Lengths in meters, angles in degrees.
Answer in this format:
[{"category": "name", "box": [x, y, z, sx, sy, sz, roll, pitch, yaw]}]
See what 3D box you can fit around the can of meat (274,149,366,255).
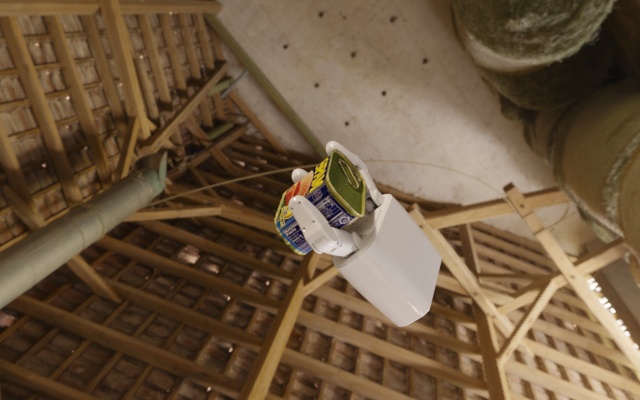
[{"category": "can of meat", "box": [0.000, 0.002, 0.525, 0.084, 0.057, 0.102, -38, 18, 23]}]
